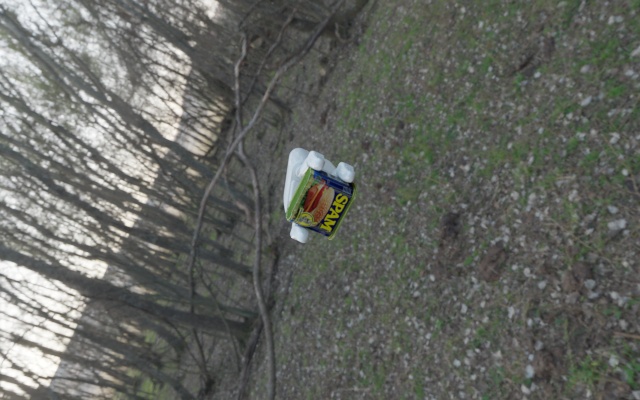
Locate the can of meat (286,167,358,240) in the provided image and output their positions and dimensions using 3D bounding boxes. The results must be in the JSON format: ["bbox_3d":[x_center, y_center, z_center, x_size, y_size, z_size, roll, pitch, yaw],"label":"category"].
[{"bbox_3d":[0.000,0.003,0.789,0.084,0.102,0.057,23,19,-14],"label":"can of meat"}]
